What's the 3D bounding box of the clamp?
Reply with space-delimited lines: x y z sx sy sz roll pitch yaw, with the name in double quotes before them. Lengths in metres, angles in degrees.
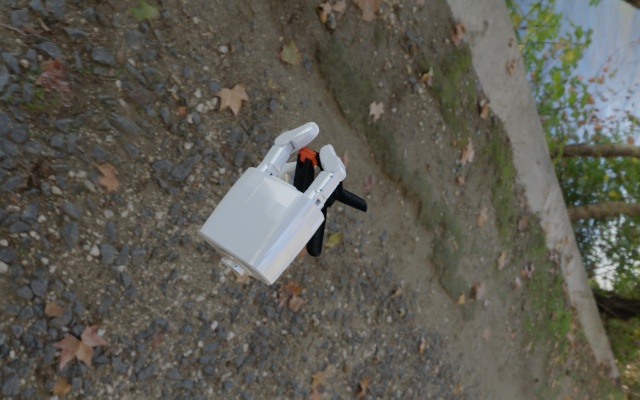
"clamp" 0.001 0.002 0.676 0.039 0.120 0.172 22 -23 42
